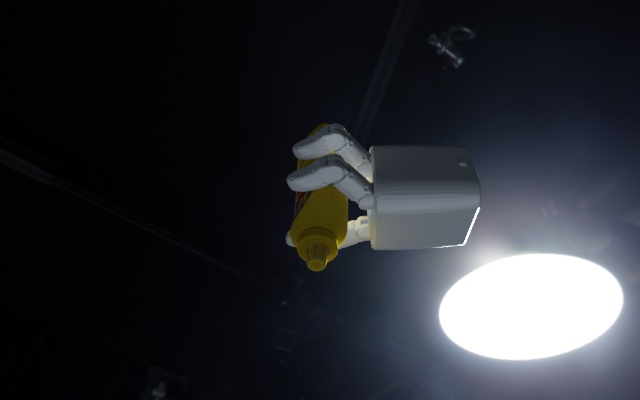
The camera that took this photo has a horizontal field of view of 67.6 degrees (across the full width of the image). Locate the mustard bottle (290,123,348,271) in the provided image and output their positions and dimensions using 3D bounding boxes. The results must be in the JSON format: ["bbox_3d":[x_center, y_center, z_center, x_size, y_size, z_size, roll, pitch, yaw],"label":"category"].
[{"bbox_3d":[0.000,0.002,0.530,0.058,0.096,0.191,17,38,-12],"label":"mustard bottle"}]
